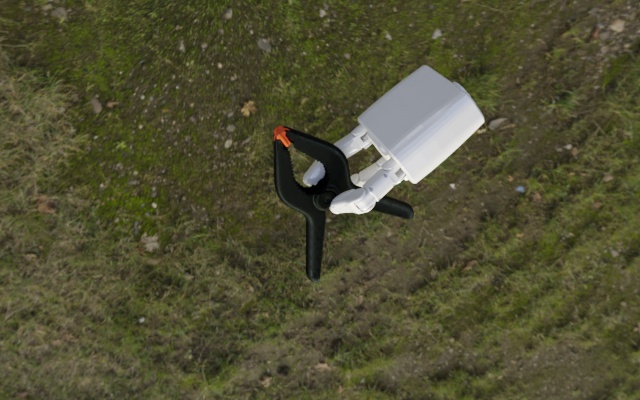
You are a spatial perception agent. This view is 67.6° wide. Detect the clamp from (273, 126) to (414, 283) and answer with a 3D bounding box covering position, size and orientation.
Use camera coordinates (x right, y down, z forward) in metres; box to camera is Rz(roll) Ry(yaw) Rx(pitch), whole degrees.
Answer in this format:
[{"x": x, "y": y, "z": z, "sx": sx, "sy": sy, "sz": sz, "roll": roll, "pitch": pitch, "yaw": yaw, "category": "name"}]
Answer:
[{"x": 0.000, "y": 0.002, "z": 0.593, "sx": 0.210, "sy": 0.164, "sz": 0.036, "roll": 46, "pitch": 6, "yaw": -26, "category": "clamp"}]
